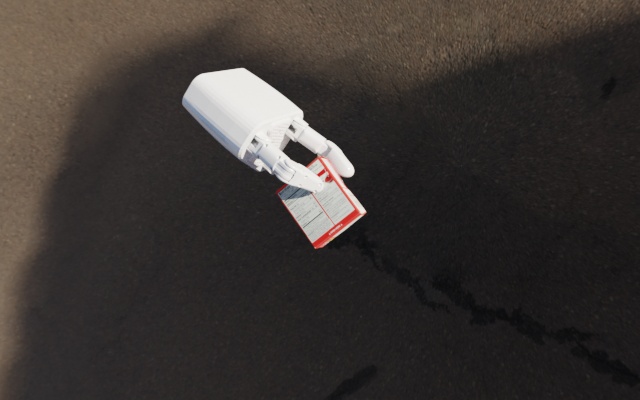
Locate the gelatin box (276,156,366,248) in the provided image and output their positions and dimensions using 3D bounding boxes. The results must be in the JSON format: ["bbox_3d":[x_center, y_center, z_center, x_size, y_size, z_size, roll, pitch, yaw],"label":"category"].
[{"bbox_3d":[0.000,0.002,0.583,0.073,0.089,0.030,-39,-12,17],"label":"gelatin box"}]
